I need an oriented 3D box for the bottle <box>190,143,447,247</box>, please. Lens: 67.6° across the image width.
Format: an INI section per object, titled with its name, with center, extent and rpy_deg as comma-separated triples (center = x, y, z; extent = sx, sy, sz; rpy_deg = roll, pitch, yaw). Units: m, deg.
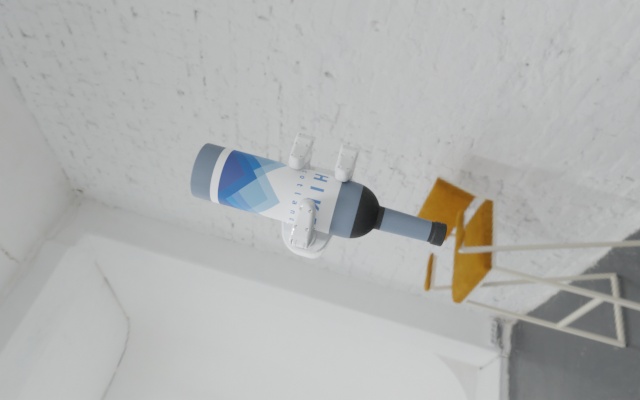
[bottle]
center = 0.000, 0.002, 0.559
extent = 0.296, 0.069, 0.069
rpy_deg = 15, 1, 4
